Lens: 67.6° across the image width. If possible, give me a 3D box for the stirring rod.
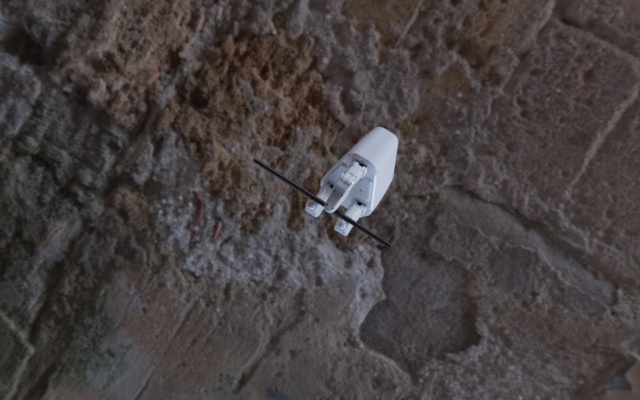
[{"bbox_3d":[0.000,0.002,0.704,0.239,0.011,0.011,32,6,9],"label":"stirring rod"}]
